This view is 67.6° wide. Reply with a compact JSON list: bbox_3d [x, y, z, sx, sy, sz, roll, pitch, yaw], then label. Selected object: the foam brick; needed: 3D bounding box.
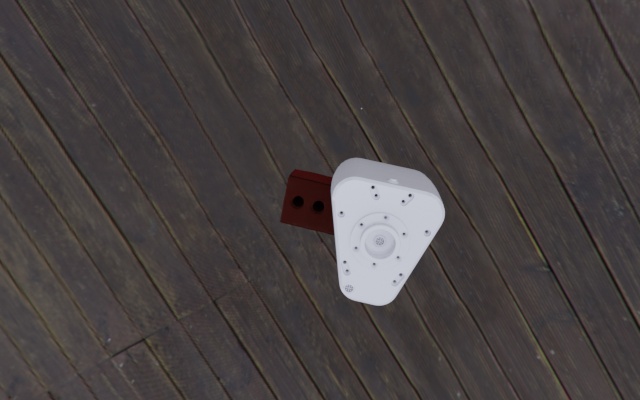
[{"bbox_3d":[0.000,0.002,0.519,0.078,0.053,0.051,12,13,2],"label":"foam brick"}]
